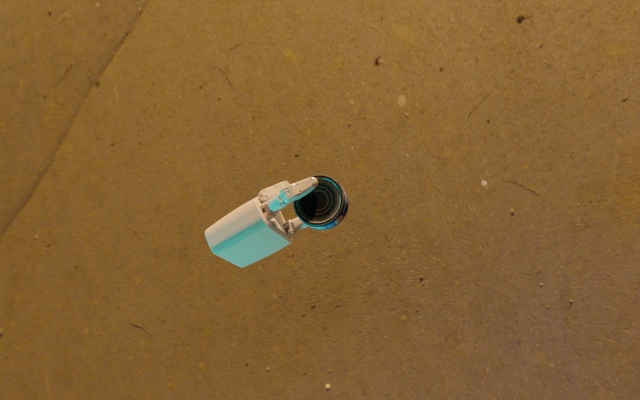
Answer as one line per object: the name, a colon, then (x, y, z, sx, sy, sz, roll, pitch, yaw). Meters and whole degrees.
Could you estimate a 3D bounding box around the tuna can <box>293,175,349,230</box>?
tuna can: (0.000, 0.002, 0.760, 0.086, 0.086, 0.034, 0, -12, 15)
